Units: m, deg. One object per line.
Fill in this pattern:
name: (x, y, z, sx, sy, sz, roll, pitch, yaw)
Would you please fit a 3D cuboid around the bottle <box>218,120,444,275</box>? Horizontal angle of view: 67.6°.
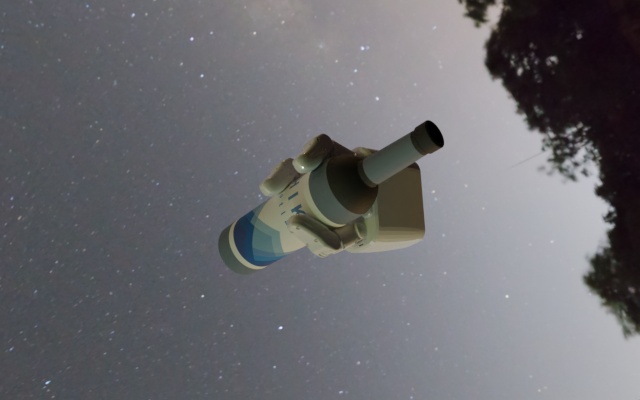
bottle: (0.000, 0.002, 0.504, 0.069, 0.069, 0.296, 0, -24, -48)
